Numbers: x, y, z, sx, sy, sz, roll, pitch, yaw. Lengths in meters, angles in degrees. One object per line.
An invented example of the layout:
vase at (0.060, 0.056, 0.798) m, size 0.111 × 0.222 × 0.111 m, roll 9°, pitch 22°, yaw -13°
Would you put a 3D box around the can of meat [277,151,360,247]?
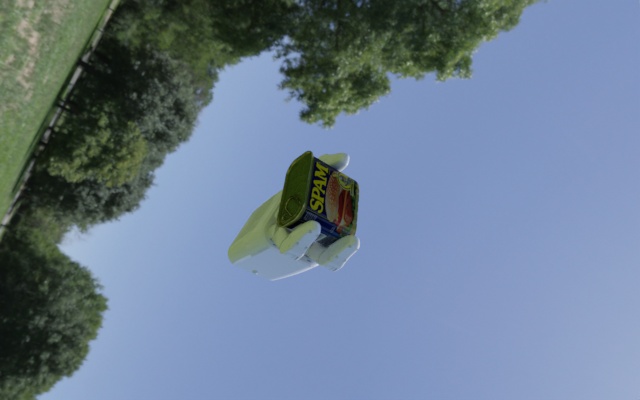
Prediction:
can of meat at (0.000, 0.002, 0.601) m, size 0.084 × 0.102 × 0.057 m, roll 28°, pitch -38°, yaw -28°
